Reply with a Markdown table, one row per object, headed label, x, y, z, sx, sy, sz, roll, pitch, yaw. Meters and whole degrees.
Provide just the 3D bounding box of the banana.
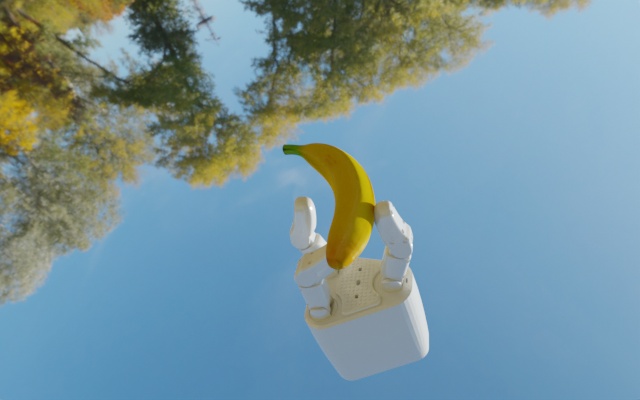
| label | x | y | z | sx | sy | sz | roll | pitch | yaw |
| --- | --- | --- | --- | --- | --- | --- | --- | --- | --- |
| banana | 0.017 | -0.007 | 0.458 | 0.069 | 0.037 | 0.197 | -21 | 36 | -3 |
